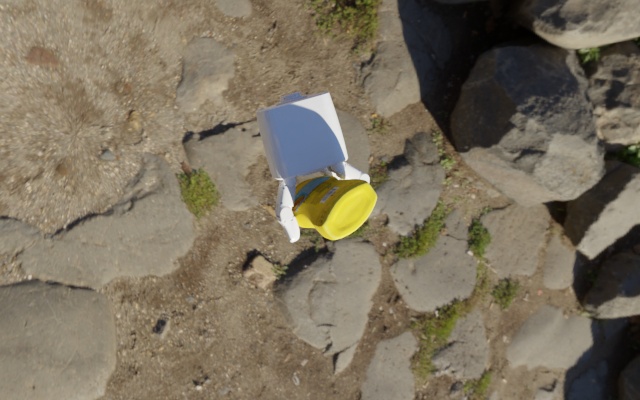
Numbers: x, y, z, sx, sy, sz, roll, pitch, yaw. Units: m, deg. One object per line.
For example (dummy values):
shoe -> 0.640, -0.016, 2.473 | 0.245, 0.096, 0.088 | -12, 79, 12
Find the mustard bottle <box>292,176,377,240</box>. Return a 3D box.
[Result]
mustard bottle -> 0.000, 0.003, 0.741 | 0.096, 0.058, 0.191 | -46, 24, -14
